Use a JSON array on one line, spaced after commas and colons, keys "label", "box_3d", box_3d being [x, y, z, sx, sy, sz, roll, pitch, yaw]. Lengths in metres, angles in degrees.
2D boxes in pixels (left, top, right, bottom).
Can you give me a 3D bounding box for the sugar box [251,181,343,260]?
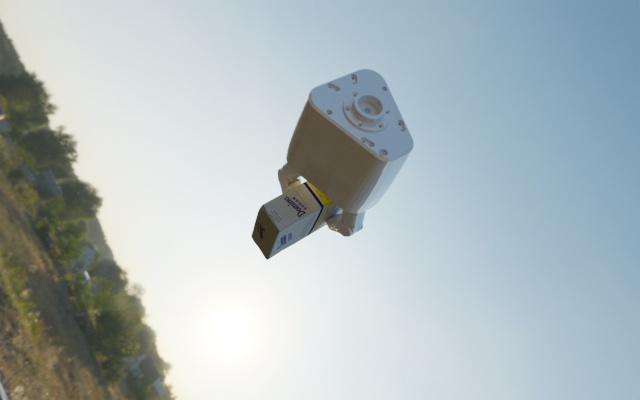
[{"label": "sugar box", "box_3d": [0.000, 0.001, 0.604, 0.176, 0.048, 0.093, -27, -18, -27]}]
